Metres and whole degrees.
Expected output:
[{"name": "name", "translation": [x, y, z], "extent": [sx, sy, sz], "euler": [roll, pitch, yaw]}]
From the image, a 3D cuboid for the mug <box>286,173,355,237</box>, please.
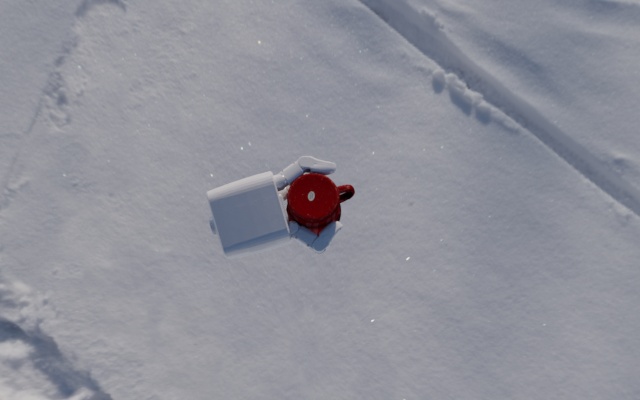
[{"name": "mug", "translation": [0.002, 0.002, 0.764], "extent": [0.117, 0.093, 0.081], "euler": [-18, -16, -6]}]
